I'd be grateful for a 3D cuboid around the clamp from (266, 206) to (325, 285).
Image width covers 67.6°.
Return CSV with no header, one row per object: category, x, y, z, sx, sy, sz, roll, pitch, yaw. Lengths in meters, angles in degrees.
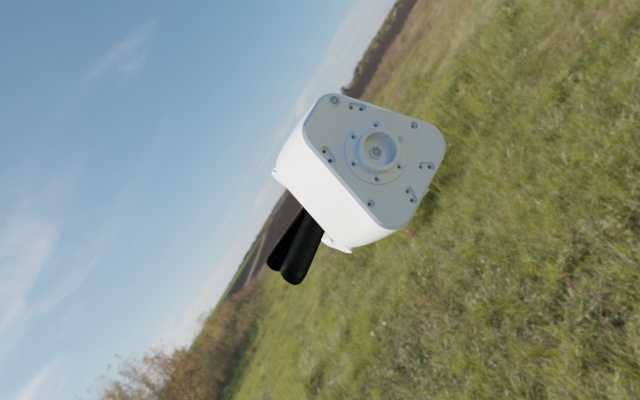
clamp,0.000,0.001,0.550,0.036,0.210,0.164,32,-16,-9
